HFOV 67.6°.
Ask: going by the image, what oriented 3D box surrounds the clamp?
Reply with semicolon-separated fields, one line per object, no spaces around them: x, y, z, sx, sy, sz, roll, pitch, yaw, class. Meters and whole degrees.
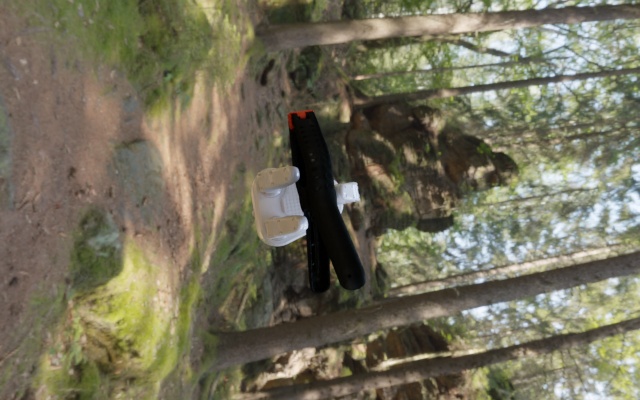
0.001;0.001;0.509;0.036;0.210;0.164;-9;-3;-15;clamp
